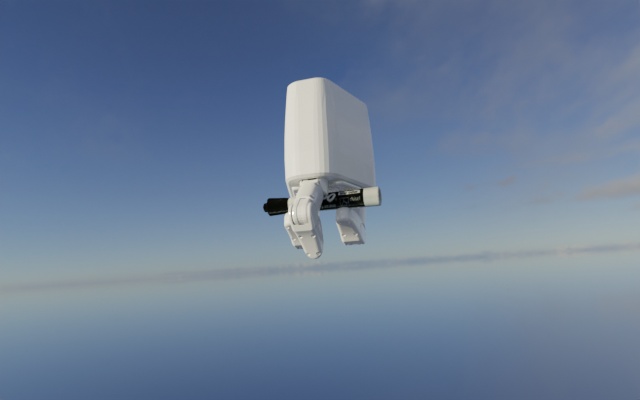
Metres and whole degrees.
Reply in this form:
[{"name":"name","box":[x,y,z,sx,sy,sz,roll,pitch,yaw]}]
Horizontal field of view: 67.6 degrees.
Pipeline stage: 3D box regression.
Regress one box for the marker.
[{"name":"marker","box":[0.000,0.002,0.478,0.121,0.020,0.020,-6,-2,16]}]
